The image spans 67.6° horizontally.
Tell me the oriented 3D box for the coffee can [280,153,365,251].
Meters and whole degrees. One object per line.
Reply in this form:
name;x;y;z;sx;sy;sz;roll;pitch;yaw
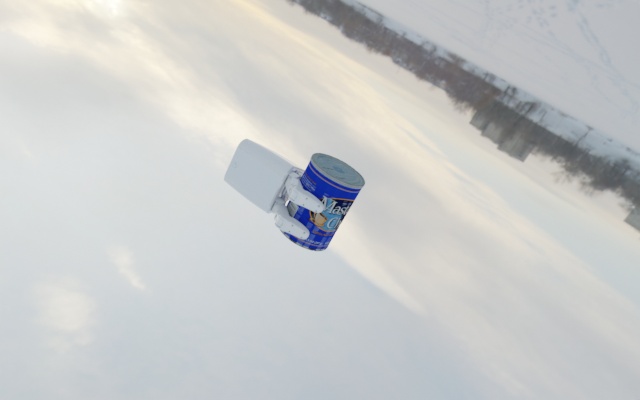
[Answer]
coffee can;0.000;0.003;0.836;0.103;0.140;0.102;25;22;-11
